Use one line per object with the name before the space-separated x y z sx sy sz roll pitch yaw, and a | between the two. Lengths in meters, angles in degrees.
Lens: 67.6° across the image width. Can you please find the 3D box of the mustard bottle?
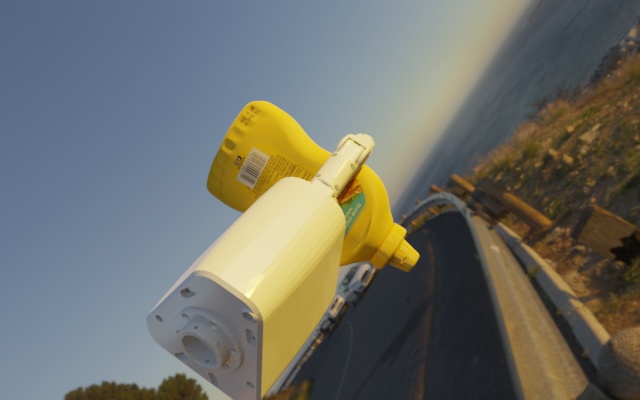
mustard bottle | 0.000 0.001 0.416 0.191 0.096 0.058 34 17 7
